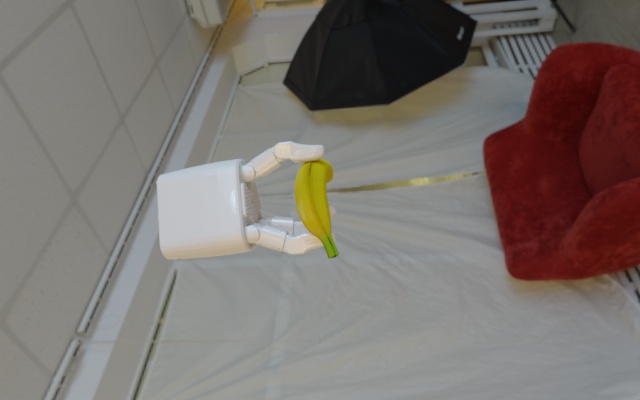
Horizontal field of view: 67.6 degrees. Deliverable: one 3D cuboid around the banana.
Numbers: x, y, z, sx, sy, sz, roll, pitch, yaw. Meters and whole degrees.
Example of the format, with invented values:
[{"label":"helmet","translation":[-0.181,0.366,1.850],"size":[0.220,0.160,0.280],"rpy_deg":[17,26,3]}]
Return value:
[{"label":"banana","translation":[-0.005,-0.012,0.570],"size":[0.037,0.070,0.197],"rpy_deg":[-14,29,9]}]
